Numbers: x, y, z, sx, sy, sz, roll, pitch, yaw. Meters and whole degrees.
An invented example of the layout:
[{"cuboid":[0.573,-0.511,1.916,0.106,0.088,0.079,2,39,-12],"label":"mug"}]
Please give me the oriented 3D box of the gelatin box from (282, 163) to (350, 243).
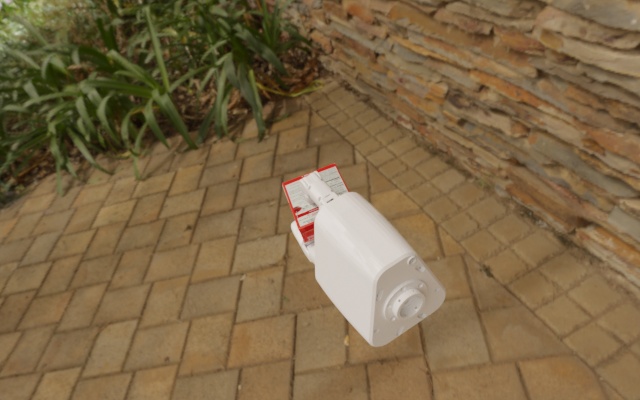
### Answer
[{"cuboid":[0.000,0.001,0.583,0.073,0.030,0.089,-22,45,-2],"label":"gelatin box"}]
